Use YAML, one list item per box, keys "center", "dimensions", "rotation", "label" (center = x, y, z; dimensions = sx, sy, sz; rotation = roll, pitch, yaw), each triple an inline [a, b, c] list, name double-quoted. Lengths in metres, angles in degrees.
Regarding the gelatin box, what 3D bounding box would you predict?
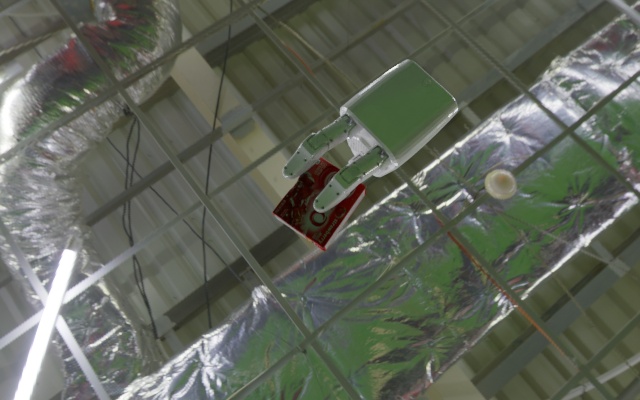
- center: [0.000, 0.002, 0.555]
  dimensions: [0.073, 0.089, 0.030]
  rotation: [34, -9, 12]
  label: "gelatin box"
